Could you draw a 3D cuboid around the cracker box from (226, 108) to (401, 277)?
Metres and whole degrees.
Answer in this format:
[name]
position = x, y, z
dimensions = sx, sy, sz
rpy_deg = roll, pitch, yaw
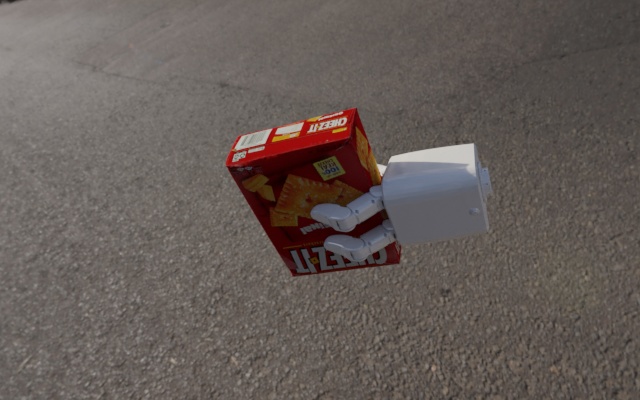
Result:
[cracker box]
position = 0.000, 0.002, 0.619
dimensions = 0.164, 0.214, 0.072
rpy_deg = -10, 38, 21
